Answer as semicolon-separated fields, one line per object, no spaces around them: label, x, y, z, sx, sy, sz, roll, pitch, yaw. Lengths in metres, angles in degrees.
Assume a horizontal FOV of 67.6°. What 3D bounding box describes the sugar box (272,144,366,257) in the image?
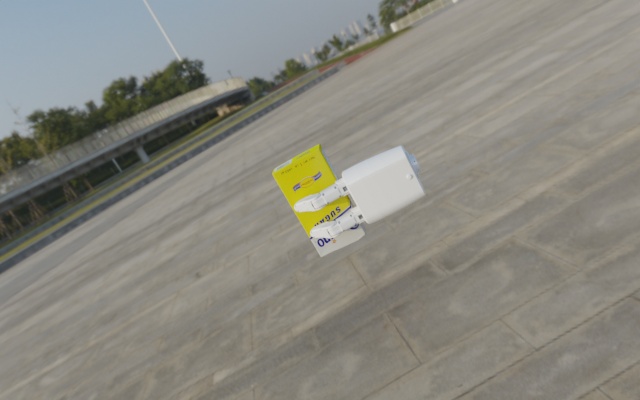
sugar box;0.000;0.003;0.822;0.093;0.176;0.048;-27;15;10
